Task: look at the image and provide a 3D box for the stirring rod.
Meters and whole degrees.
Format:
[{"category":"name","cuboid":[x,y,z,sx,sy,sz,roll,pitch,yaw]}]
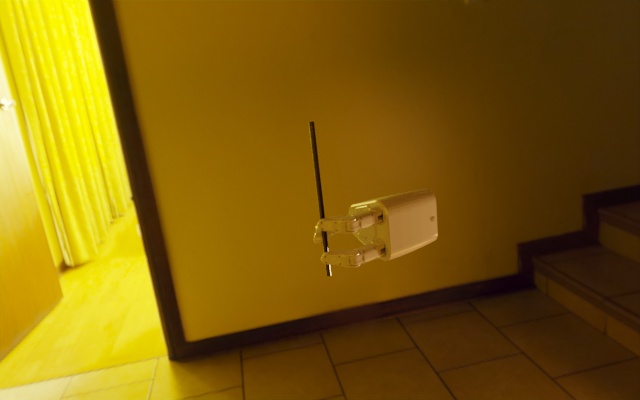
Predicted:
[{"category":"stirring rod","cuboid":[0.000,0.002,0.718,0.011,0.239,0.011,-6,16,2]}]
